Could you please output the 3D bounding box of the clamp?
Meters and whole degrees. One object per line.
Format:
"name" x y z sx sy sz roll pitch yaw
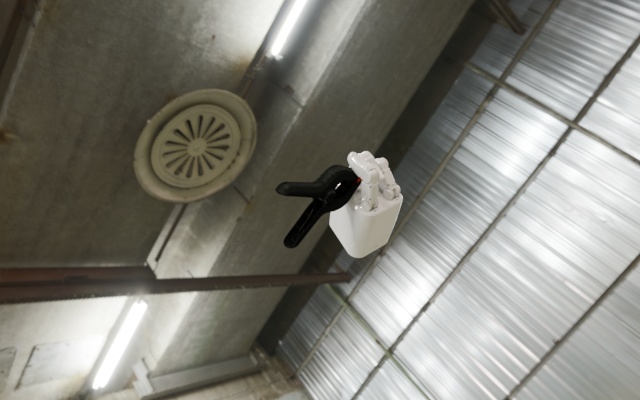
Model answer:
"clamp" 0.000 0.002 0.751 0.171 0.120 0.039 -22 47 -34
